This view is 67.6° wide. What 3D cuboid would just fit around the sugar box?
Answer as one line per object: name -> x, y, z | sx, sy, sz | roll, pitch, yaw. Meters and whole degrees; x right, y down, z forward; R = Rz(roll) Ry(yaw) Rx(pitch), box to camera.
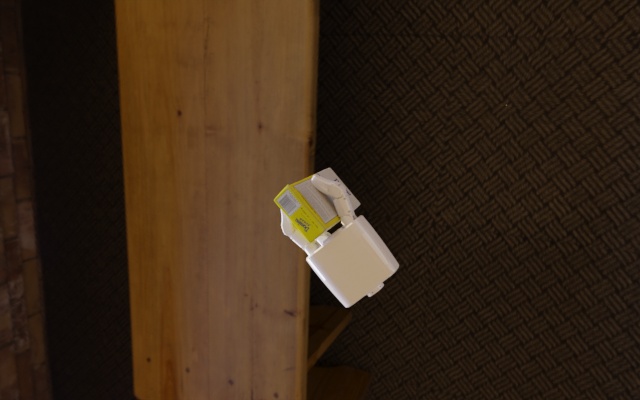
sugar box -> 0.000, 0.003, 0.817 | 0.048, 0.093, 0.176 | -42, -6, 23
